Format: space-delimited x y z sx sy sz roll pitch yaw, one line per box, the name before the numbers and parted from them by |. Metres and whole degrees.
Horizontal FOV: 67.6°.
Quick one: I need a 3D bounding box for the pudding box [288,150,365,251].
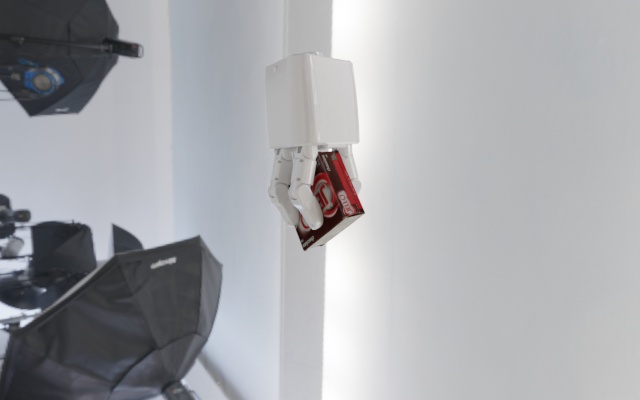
pudding box | 0.000 0.002 0.608 0.039 0.090 0.113 -10 -20 -32
